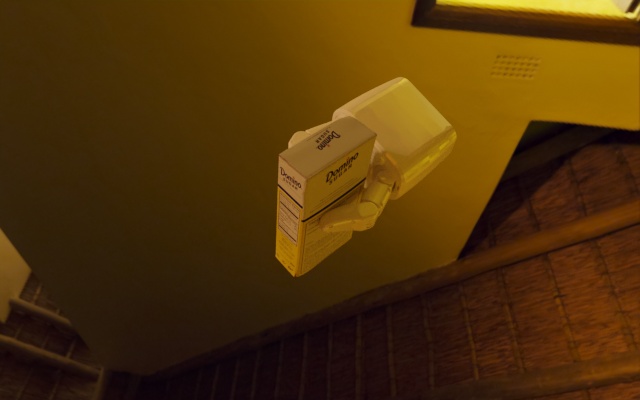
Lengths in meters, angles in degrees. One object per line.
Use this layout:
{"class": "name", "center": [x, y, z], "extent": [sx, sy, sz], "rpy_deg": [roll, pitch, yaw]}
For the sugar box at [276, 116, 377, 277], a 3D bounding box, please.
{"class": "sugar box", "center": [0.000, 0.001, 0.502], "extent": [0.093, 0.176, 0.048], "rpy_deg": [-34, 61, -29]}
